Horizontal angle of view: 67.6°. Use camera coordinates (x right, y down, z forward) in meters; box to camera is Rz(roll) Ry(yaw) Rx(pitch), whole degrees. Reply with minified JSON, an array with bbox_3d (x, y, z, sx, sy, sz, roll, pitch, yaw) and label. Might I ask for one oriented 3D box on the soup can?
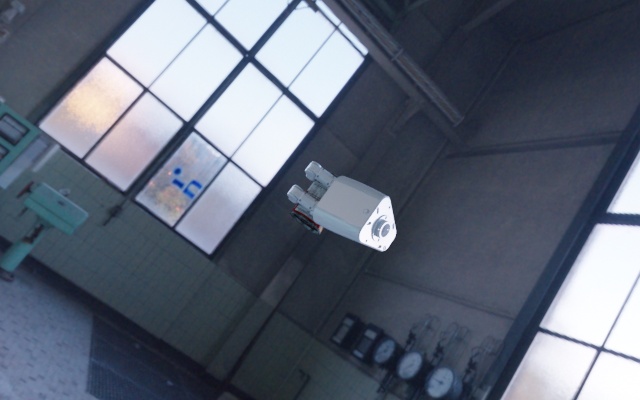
[{"bbox_3d":[0.000,0.003,0.891,0.068,0.102,0.068,34,-14,9],"label":"soup can"}]
